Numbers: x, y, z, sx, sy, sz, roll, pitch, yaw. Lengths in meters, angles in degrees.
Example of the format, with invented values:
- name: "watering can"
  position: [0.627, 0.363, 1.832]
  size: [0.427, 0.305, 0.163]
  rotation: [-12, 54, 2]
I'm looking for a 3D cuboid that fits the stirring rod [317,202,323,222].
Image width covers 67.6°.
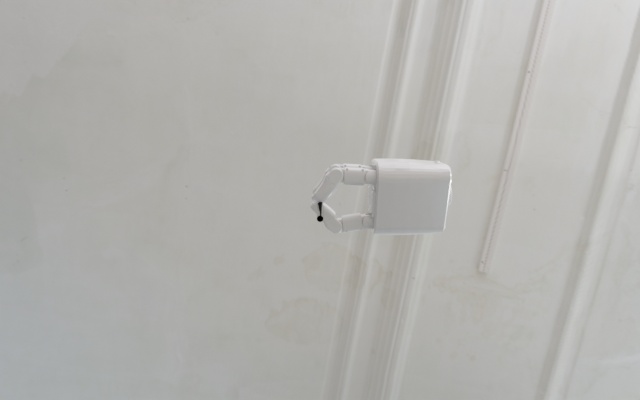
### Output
- name: "stirring rod"
  position: [0.000, 0.002, 0.702]
  size: [0.011, 0.011, 0.239]
  rotation: [0, 10, 0]
